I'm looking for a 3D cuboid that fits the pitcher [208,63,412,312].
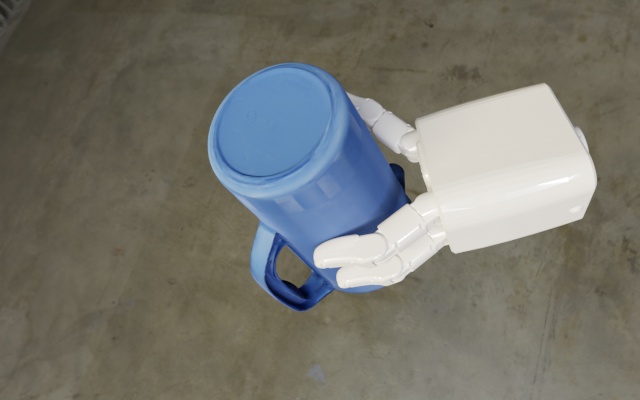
[{"bbox_3d":[0.000,0.001,0.425,0.145,0.149,0.243,-14,-27,15],"label":"pitcher"}]
